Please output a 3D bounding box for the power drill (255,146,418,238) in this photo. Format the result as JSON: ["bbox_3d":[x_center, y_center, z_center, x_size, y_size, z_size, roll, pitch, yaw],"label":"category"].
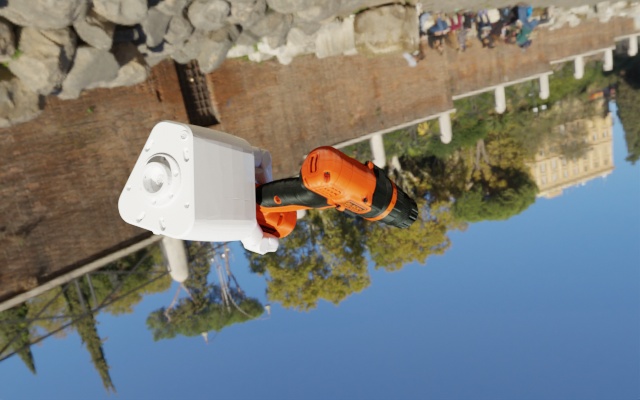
[{"bbox_3d":[0.000,0.002,0.563,0.187,0.057,0.184,-13,-28,37],"label":"power drill"}]
